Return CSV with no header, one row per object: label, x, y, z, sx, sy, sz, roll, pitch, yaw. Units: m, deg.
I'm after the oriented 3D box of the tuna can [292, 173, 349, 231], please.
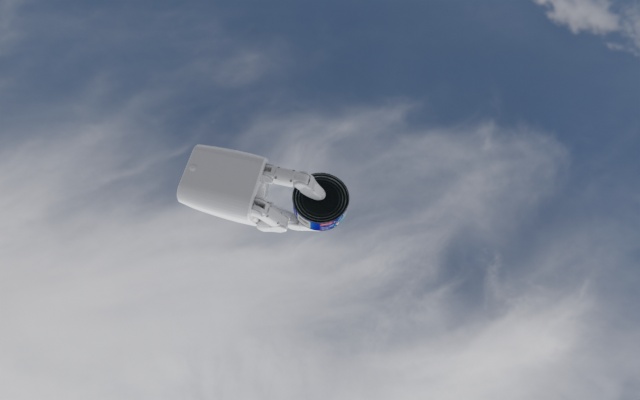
tuna can,0.000,0.003,0.726,0.086,0.086,0.034,0,-28,-1
